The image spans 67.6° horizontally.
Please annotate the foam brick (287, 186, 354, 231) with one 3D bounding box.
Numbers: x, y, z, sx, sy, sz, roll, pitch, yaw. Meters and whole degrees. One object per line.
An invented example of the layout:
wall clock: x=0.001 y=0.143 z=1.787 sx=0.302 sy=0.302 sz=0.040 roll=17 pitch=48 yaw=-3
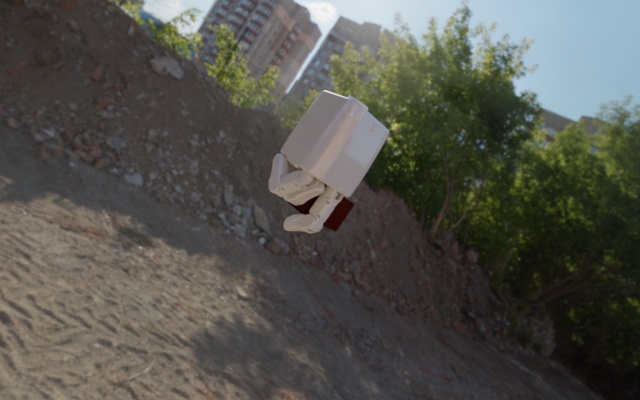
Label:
foam brick: x=0.000 y=0.002 z=0.696 sx=0.078 sy=0.051 sz=0.053 roll=30 pitch=6 yaw=-47
